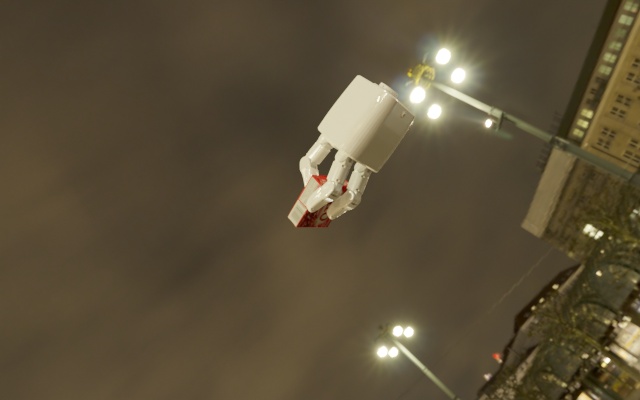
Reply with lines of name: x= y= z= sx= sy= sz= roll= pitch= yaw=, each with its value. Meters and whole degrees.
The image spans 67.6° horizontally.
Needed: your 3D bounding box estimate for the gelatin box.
gelatin box: x=0.000 y=0.002 z=0.763 sx=0.073 sy=0.089 sz=0.030 roll=3 pitch=37 yaw=-47
